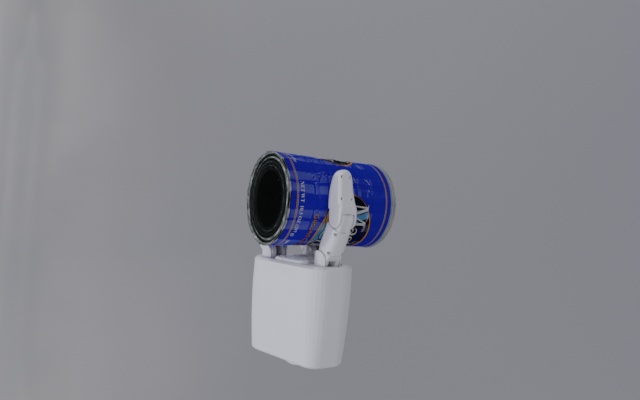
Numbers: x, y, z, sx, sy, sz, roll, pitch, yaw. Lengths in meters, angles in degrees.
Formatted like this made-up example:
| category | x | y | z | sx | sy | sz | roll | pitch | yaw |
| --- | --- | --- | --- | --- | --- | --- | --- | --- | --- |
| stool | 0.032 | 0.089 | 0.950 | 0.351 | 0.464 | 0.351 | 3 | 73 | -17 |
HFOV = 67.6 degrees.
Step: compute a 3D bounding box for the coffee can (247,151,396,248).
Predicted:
| category | x | y | z | sx | sy | sz | roll | pitch | yaw |
| --- | --- | --- | --- | --- | --- | --- | --- | --- | --- |
| coffee can | 0.000 | 0.002 | 0.549 | 0.140 | 0.103 | 0.103 | 5 | -2 | -32 |
